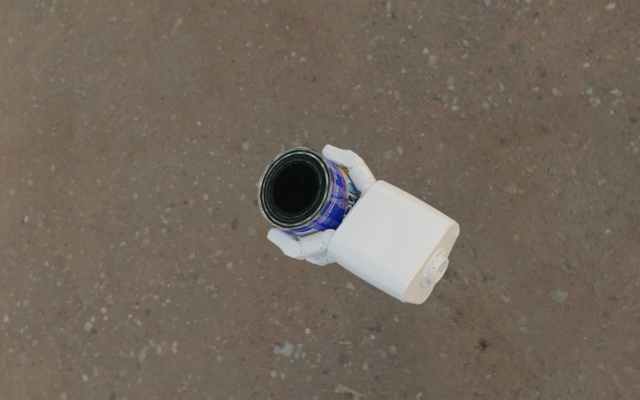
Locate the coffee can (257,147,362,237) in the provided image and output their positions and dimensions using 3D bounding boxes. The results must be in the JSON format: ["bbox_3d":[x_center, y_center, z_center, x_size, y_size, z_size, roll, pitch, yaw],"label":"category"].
[{"bbox_3d":[0.000,0.002,0.620,0.103,0.102,0.140,0,-14,29],"label":"coffee can"}]
